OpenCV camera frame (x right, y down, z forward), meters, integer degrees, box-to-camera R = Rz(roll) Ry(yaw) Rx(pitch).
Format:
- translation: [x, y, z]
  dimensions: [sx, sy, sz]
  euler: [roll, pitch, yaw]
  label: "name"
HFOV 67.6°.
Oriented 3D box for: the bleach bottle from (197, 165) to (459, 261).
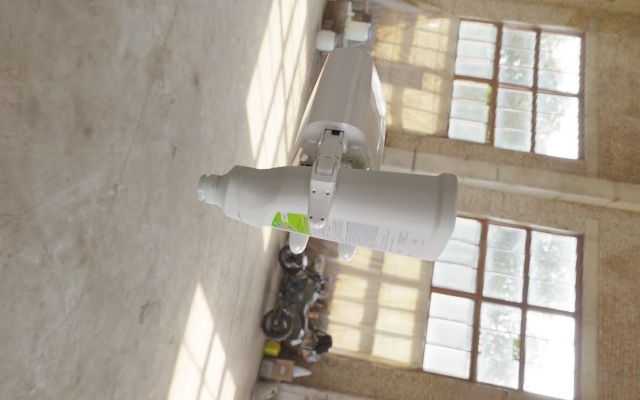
- translation: [0.000, 0.002, 0.478]
  dimensions: [0.251, 0.068, 0.103]
  euler: [9, -27, 5]
  label: "bleach bottle"
